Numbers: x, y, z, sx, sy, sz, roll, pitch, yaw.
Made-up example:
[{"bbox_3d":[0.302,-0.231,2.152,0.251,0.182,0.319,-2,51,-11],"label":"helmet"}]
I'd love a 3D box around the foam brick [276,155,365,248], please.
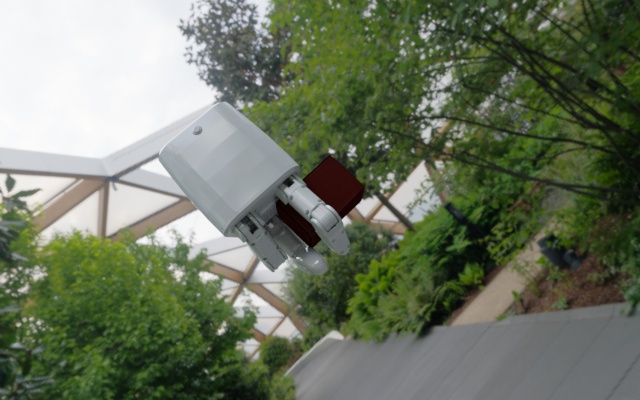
[{"bbox_3d":[0.000,0.002,0.495,0.078,0.051,0.053,-43,-12,-14],"label":"foam brick"}]
